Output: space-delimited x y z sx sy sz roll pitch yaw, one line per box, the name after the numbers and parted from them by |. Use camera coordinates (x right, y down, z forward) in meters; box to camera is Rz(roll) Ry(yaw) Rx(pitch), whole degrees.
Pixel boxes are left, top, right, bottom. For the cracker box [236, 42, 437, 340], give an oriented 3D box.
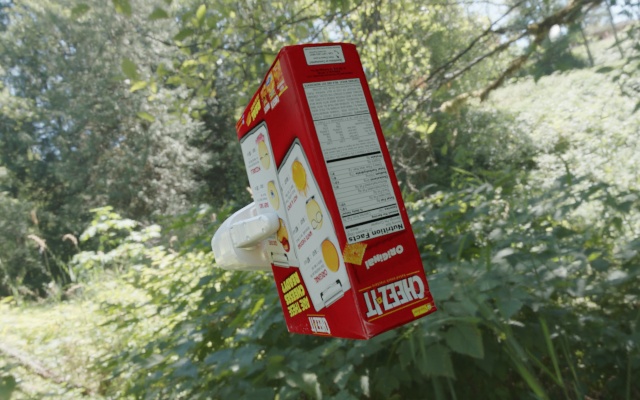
0.000 0.001 0.410 0.072 0.213 0.164 -13 -7 -25 | cracker box
